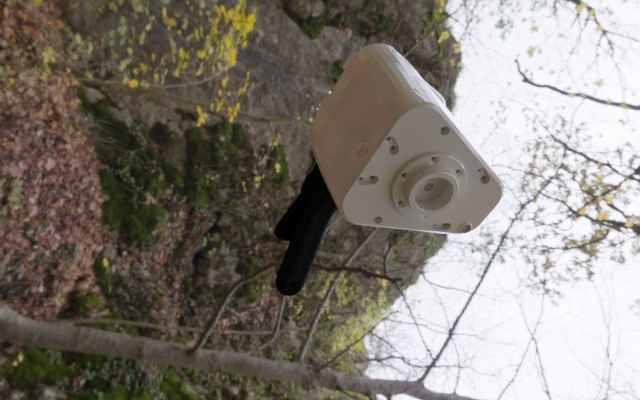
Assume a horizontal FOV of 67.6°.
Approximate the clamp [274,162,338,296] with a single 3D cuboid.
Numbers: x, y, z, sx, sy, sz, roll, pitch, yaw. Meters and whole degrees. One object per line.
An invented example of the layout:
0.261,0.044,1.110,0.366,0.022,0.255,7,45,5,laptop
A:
0.001,0.001,0.434,0.039,0.171,0.120,20,28,-20,clamp
